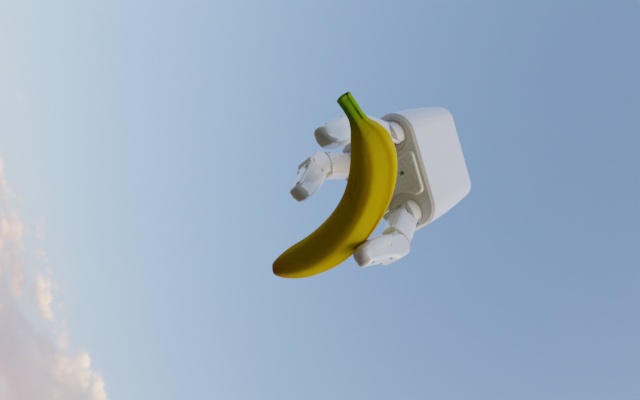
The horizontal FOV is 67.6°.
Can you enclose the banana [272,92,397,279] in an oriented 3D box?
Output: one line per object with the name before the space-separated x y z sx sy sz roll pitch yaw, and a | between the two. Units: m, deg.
banana | 0.016 0.009 0.402 0.069 0.198 0.037 36 36 17
